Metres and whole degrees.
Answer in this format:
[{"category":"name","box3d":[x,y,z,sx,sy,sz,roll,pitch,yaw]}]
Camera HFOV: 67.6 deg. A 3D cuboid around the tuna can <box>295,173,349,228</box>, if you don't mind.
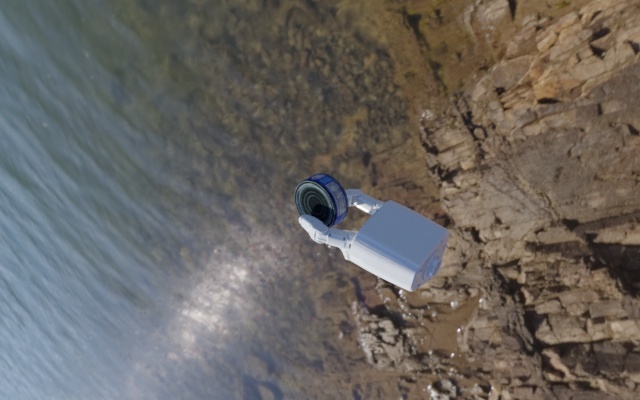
[{"category":"tuna can","box3d":[0.000,0.003,0.748,0.086,0.086,0.033,0,21,44]}]
